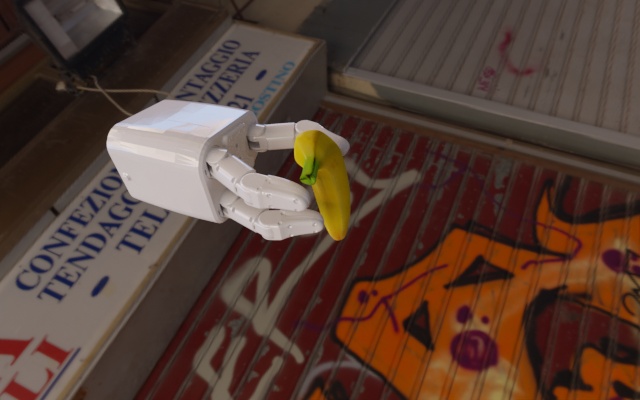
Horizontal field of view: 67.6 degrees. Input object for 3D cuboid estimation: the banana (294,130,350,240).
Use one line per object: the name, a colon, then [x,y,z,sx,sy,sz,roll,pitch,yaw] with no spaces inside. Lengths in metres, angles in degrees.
banana: [0.003,-0.017,0.457,0.037,0.069,0.198,7,-16,14]
